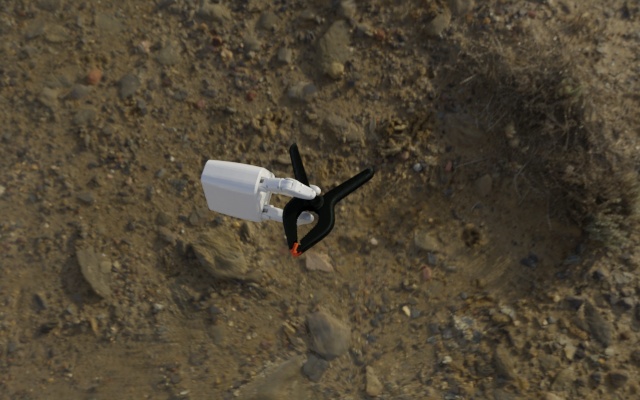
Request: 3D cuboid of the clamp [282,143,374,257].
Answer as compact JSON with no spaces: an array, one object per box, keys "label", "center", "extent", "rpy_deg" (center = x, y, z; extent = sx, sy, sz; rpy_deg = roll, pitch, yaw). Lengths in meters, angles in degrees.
[{"label":"clamp","center":[0.000,0.003,0.852],"extent":[0.164,0.210,0.036],"rpy_deg":[11,-21,9]}]
